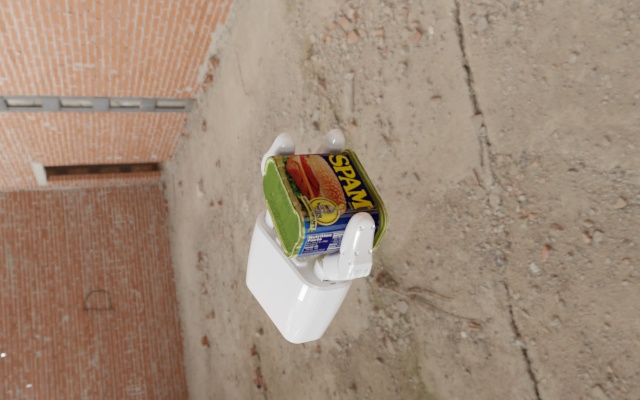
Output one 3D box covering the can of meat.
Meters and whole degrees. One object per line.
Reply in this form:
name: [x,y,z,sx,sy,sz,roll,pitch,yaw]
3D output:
can of meat: [0.000,0.001,0.438,0.084,0.102,0.057,-5,-40,-25]
